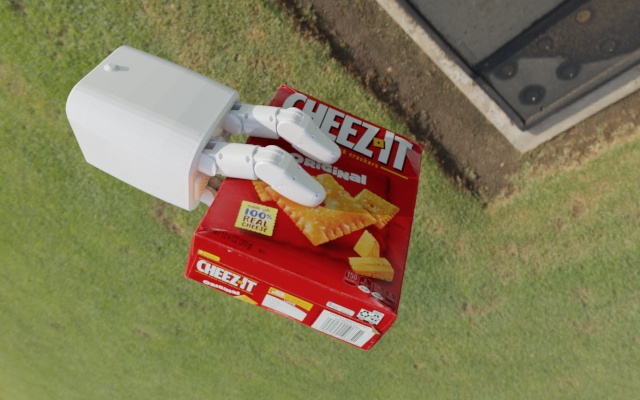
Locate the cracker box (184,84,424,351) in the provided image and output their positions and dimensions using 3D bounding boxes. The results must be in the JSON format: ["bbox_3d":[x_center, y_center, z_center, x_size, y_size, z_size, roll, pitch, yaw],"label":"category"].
[{"bbox_3d":[0.000,0.002,0.434,0.164,0.213,0.072,23,-43,-4],"label":"cracker box"}]
